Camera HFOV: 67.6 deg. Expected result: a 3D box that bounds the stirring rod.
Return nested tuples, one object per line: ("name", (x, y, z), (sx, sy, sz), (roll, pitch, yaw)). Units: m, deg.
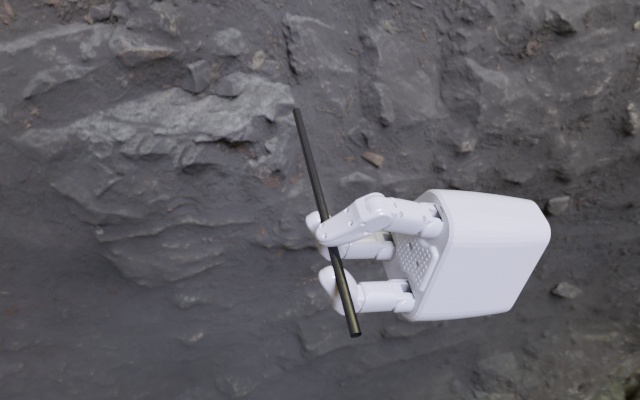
("stirring rod", (0.000, 0.001, 0.401), (0.011, 0.239, 0.011), (-9, -39, -7))
